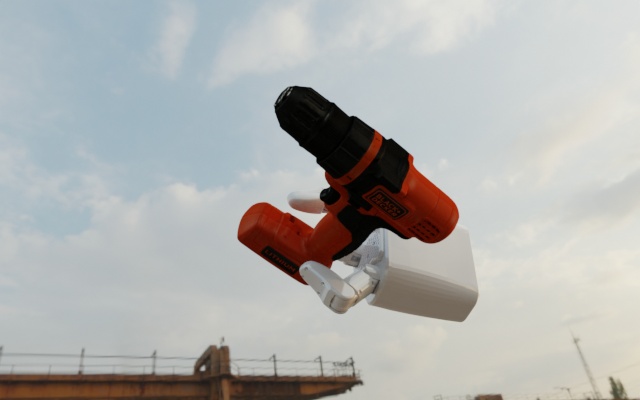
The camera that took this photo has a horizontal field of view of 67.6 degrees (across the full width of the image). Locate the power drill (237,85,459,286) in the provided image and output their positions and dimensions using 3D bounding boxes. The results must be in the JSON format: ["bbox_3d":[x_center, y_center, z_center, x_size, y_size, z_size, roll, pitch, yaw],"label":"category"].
[{"bbox_3d":[0.000,0.002,0.436,0.184,0.057,0.188,38,-42,-16],"label":"power drill"}]
